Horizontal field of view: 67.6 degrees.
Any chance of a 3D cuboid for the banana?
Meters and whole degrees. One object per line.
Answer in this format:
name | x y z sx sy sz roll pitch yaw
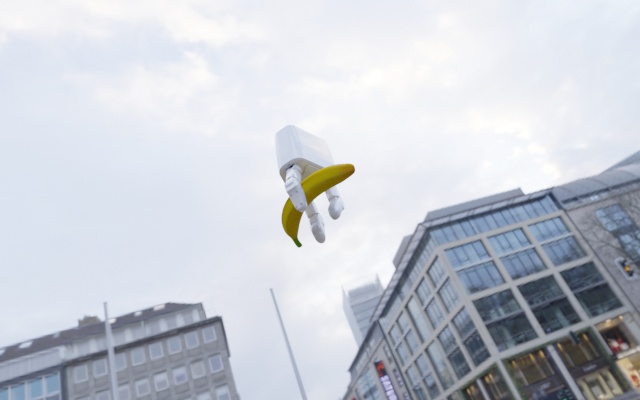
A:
banana | -0.018 -0.002 0.832 0.069 0.198 0.037 24 33 -18
